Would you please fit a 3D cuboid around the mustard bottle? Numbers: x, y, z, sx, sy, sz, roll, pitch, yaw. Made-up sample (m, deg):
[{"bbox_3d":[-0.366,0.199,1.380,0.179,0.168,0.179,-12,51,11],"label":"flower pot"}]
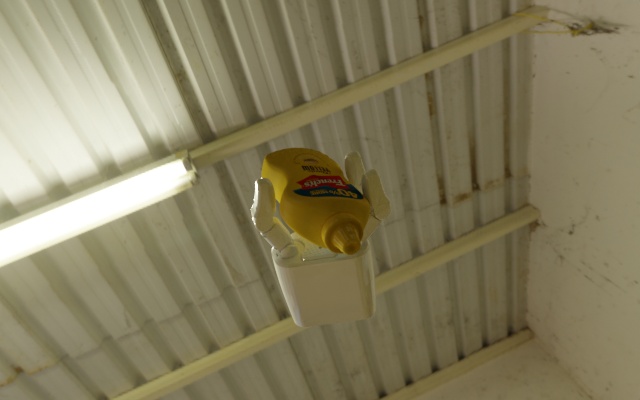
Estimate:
[{"bbox_3d":[0.000,0.001,0.525,0.096,0.058,0.191,4,26,-22],"label":"mustard bottle"}]
